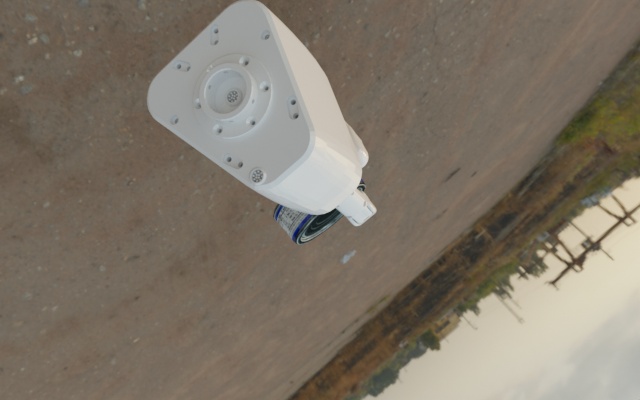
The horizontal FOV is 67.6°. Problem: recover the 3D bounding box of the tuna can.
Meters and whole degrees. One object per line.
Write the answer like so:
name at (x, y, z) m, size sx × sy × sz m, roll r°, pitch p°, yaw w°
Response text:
tuna can at (0.000, 0.002, 0.440) m, size 0.086 × 0.033 × 0.086 m, roll -38°, pitch -14°, yaw -11°
